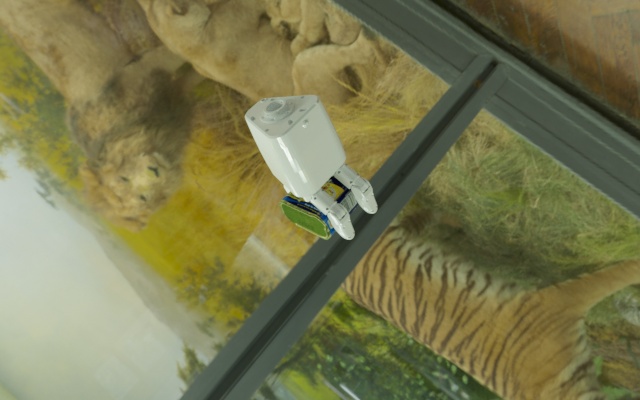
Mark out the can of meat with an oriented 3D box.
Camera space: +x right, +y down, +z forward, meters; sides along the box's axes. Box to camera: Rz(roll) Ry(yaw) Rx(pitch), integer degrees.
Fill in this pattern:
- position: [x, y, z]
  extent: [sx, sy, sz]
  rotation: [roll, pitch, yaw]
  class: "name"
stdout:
- position: [0.000, 0.003, 0.722]
  extent: [0.102, 0.057, 0.084]
  rotation: [23, 59, 38]
  class: "can of meat"
